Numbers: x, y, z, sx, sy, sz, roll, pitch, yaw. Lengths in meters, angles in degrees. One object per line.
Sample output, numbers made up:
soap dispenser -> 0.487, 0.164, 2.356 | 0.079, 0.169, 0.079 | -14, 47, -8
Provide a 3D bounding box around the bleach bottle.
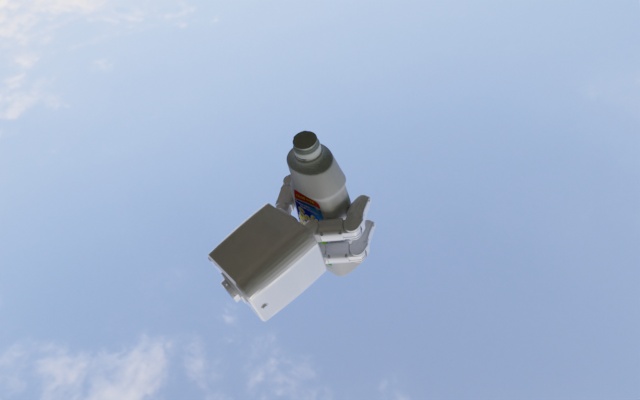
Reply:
bleach bottle -> 0.000, 0.002, 0.629 | 0.102, 0.068, 0.251 | 40, -19, 33
